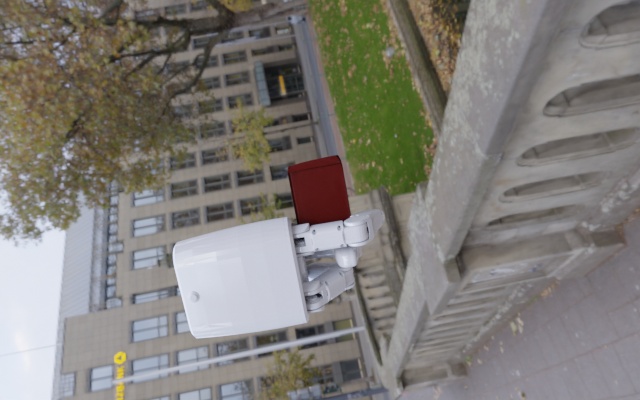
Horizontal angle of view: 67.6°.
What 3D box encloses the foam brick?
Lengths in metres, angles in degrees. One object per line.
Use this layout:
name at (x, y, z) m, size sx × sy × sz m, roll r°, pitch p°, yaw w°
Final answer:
foam brick at (0.000, 0.001, 0.455) m, size 0.051 × 0.078 × 0.053 m, roll -10°, pitch 12°, yaw 0°
